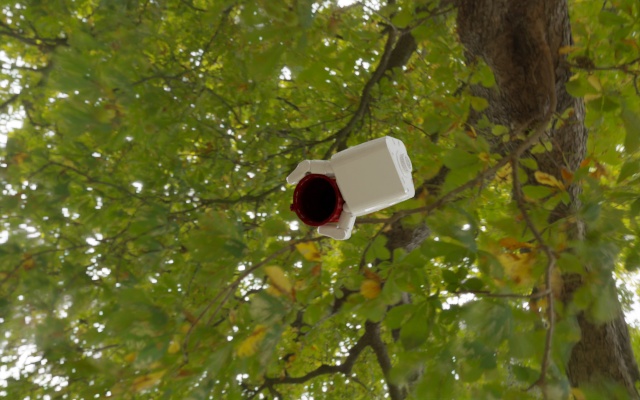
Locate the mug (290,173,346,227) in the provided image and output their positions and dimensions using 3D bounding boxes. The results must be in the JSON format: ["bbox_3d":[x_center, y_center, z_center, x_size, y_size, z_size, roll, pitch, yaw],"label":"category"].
[{"bbox_3d":[-0.001,0.003,0.867,0.117,0.093,0.081,-18,-10,28],"label":"mug"}]
